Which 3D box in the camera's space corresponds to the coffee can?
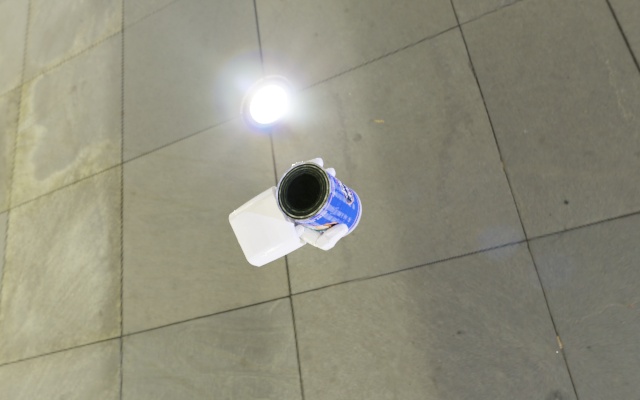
[{"bbox_3d":[0.000,0.003,0.843,0.103,0.102,0.140,0,-16,26],"label":"coffee can"}]
